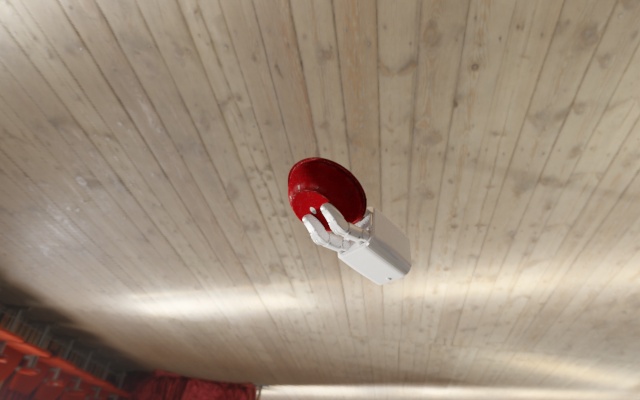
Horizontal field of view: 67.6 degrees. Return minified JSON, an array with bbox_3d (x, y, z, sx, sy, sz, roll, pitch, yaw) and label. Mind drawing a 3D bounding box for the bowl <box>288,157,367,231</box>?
[{"bbox_3d":[-0.001,0.002,0.871,0.162,0.162,0.055,0,36,32],"label":"bowl"}]
